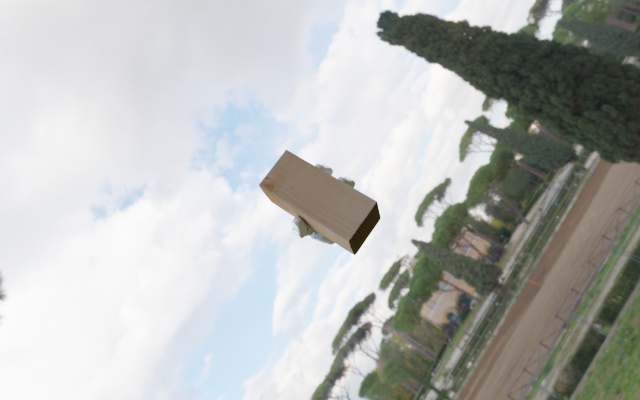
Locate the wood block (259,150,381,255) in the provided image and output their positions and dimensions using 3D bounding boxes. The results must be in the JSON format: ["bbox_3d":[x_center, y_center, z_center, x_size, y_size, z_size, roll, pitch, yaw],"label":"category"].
[{"bbox_3d":[0.000,0.003,0.896,0.206,0.091,0.090,31,-14,21],"label":"wood block"}]
